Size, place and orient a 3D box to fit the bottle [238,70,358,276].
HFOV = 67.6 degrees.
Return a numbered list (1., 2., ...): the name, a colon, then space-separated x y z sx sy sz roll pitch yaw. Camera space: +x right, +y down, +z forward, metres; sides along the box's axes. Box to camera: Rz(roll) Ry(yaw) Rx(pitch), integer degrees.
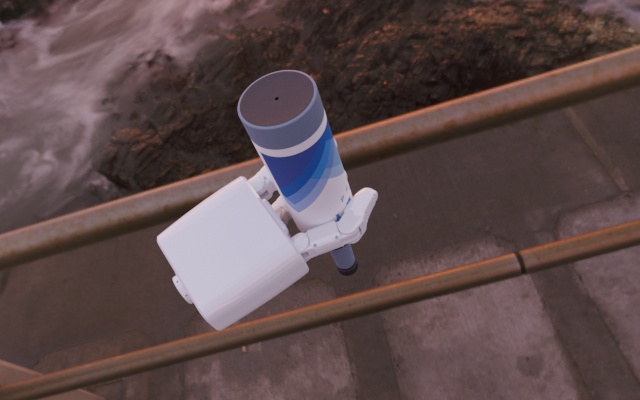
1. bottle: 0.000 0.001 0.495 0.069 0.069 0.296 0 -34 17
